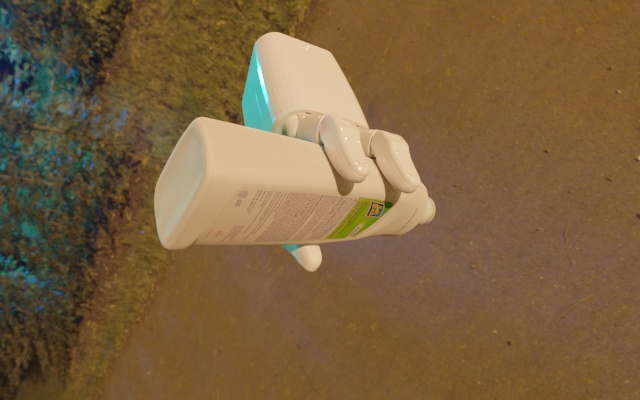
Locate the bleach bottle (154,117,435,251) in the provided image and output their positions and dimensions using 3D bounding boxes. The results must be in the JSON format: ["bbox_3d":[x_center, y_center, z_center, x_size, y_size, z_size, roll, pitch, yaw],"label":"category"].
[{"bbox_3d":[0.000,0.001,0.407,0.251,0.068,0.103,8,-41,-37],"label":"bleach bottle"}]
